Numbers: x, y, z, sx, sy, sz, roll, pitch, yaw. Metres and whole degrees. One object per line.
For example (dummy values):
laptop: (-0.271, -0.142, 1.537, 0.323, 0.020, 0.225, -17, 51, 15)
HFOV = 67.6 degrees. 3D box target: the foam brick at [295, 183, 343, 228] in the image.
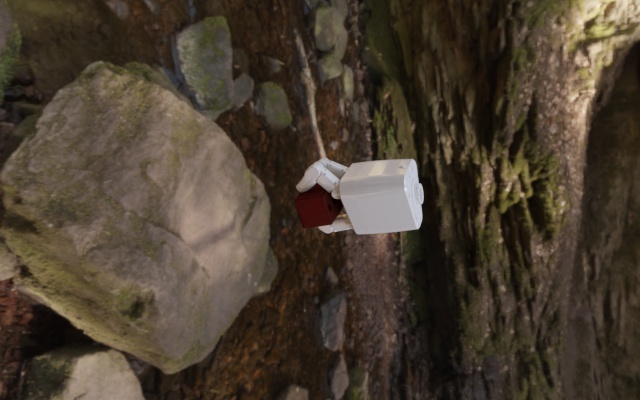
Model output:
foam brick: (0.000, 0.003, 0.784, 0.051, 0.053, 0.078, -7, 25, 25)
